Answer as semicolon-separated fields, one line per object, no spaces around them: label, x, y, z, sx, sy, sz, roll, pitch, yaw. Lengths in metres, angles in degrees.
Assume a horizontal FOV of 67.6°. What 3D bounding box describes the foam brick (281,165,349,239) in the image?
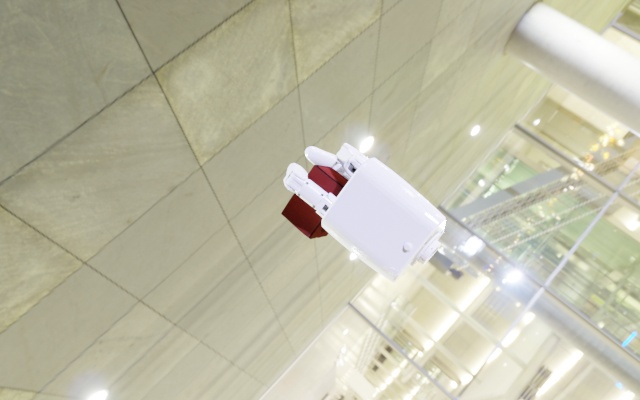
foam brick;0.000;0.002;0.589;0.051;0.078;0.053;40;16;18
